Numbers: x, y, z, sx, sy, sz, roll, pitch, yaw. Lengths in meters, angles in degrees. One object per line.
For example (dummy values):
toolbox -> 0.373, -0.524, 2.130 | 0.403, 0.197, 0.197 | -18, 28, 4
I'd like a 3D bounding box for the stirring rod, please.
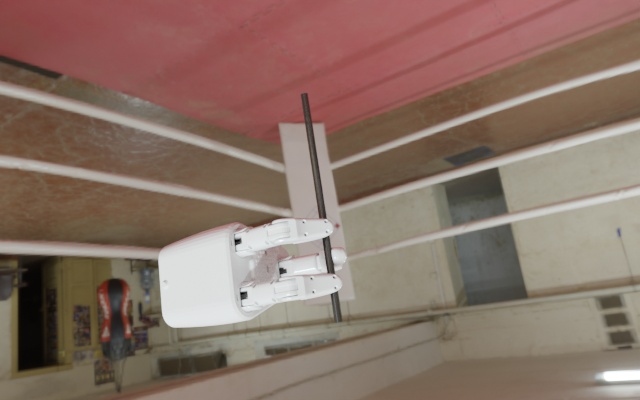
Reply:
stirring rod -> 0.000, 0.002, 0.487 | 0.011, 0.239, 0.011 | -8, -13, -2
